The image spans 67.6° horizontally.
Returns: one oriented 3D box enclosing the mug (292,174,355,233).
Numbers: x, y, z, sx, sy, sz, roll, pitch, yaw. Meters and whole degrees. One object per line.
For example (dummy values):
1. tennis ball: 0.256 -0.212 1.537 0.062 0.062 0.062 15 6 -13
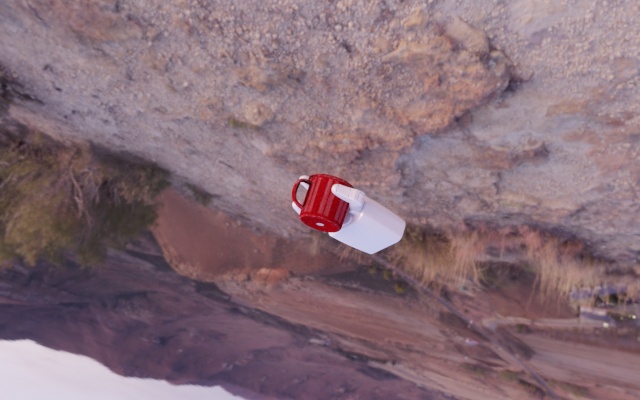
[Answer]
1. mug: -0.001 0.002 0.876 0.117 0.081 0.093 27 -22 -23
